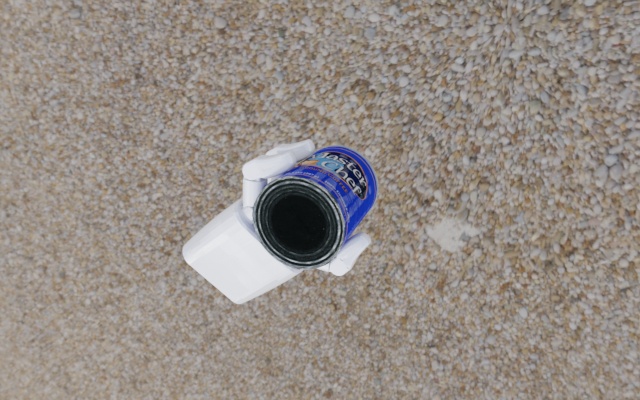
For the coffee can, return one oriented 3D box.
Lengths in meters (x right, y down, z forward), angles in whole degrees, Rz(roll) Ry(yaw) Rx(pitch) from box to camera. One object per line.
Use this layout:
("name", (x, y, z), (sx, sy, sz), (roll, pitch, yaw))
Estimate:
("coffee can", (0.000, 0.002, 0.545), (0.103, 0.103, 0.140), (0, 19, 21))
